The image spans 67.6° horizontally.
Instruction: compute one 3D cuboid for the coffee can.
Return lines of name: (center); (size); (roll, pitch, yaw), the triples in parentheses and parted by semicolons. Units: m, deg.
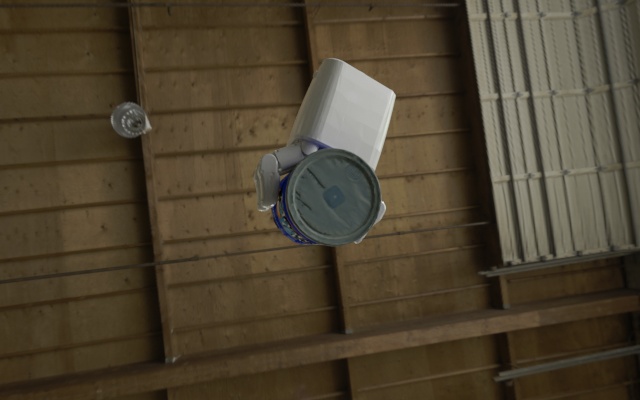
coffee can: (0.000, 0.002, 0.562); (0.103, 0.103, 0.140); (0, -5, -13)
